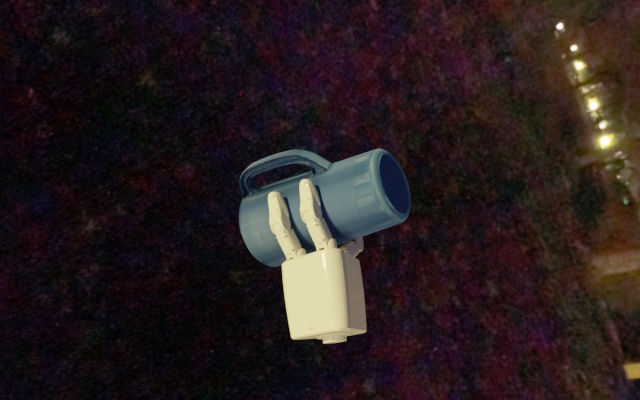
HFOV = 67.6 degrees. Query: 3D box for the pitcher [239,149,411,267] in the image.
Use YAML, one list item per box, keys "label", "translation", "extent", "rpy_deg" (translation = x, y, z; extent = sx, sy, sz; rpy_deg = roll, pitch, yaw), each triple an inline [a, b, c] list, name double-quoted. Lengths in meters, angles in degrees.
- label: "pitcher"
  translation: [0.000, 0.003, 0.713]
  extent: [0.243, 0.145, 0.149]
  rpy_deg: [-20, -23, 32]
